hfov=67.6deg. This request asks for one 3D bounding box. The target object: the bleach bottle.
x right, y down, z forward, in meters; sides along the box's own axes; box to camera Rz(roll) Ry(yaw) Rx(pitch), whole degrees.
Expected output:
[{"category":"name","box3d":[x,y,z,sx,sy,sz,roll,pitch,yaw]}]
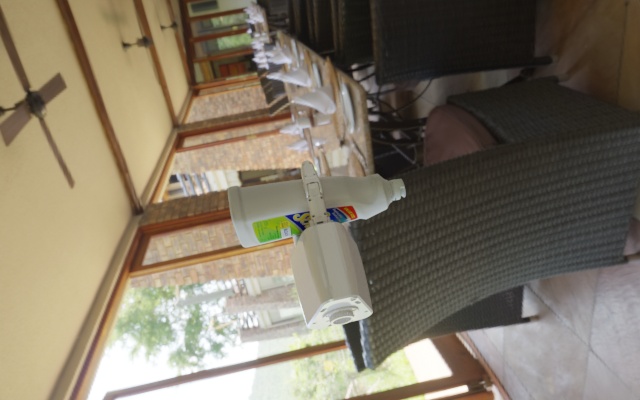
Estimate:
[{"category":"bleach bottle","box3d":[0.000,0.002,0.696,0.251,0.068,0.103,-12,-31,-4]}]
